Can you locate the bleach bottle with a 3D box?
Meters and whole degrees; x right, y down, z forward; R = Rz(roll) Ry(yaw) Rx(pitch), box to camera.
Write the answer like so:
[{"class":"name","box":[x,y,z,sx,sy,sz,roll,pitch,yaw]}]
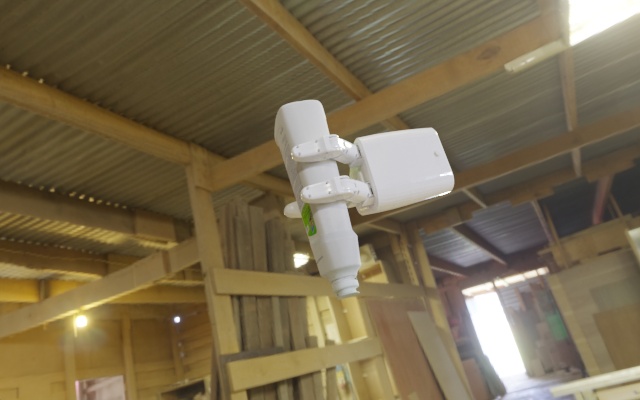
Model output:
[{"class":"bleach bottle","box":[0.000,0.002,0.609,0.068,0.250,0.103,-11,-21,-11]}]
